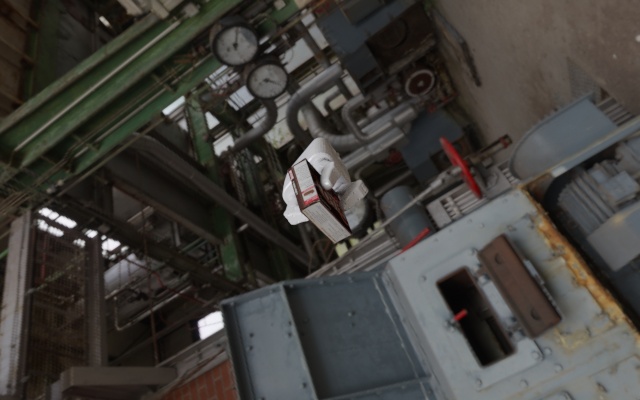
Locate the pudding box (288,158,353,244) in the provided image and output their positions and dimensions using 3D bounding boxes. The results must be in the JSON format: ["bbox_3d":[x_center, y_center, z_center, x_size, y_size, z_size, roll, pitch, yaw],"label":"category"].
[{"bbox_3d":[0.000,0.002,0.731,0.039,0.090,0.113,-32,-41,13],"label":"pudding box"}]
